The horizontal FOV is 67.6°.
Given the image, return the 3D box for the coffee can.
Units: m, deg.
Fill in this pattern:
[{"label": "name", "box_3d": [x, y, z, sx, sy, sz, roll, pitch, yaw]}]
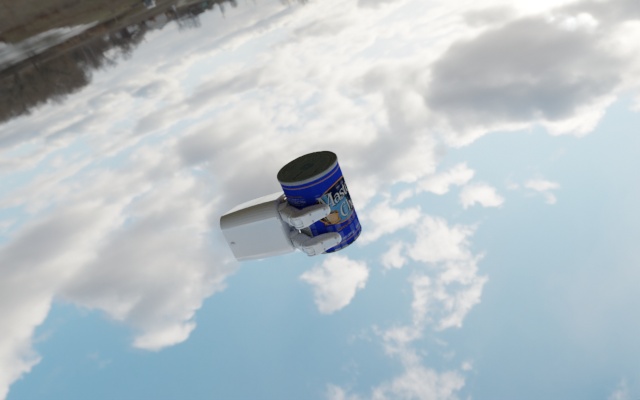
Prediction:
[{"label": "coffee can", "box_3d": [0.000, 0.002, 0.792, 0.103, 0.140, 0.102, -17, 27, 9]}]
